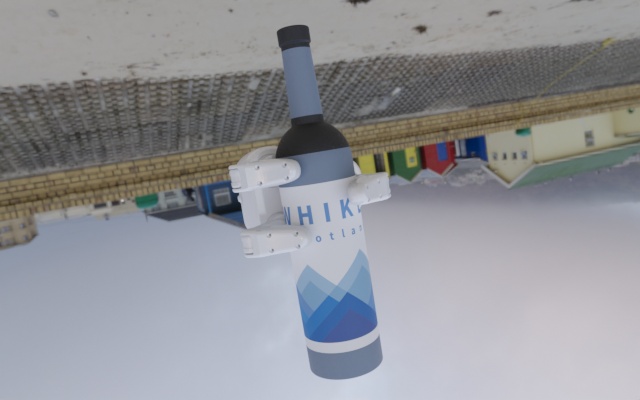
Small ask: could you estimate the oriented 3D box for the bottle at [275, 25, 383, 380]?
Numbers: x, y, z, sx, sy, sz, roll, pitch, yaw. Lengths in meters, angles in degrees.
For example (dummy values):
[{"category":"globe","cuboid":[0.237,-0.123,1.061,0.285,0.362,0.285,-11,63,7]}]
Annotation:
[{"category":"bottle","cuboid":[0.000,0.002,0.415,0.069,0.296,0.069,-9,6,1]}]
